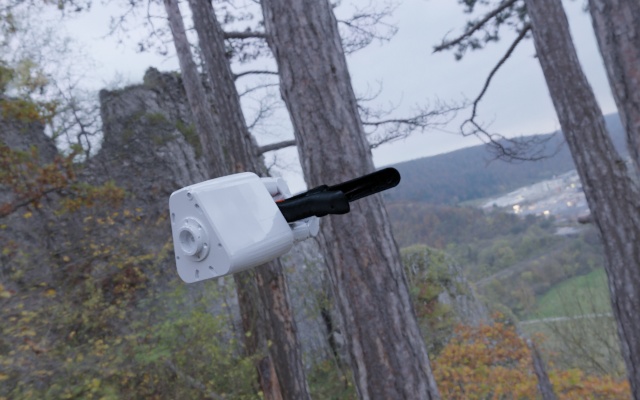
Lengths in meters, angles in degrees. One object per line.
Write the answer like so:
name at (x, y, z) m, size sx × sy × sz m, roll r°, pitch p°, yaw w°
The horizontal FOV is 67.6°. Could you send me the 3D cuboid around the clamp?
clamp at (0.000, 0.001, 0.570) m, size 0.171 × 0.039 × 0.120 m, roll -18°, pitch 0°, yaw 34°
